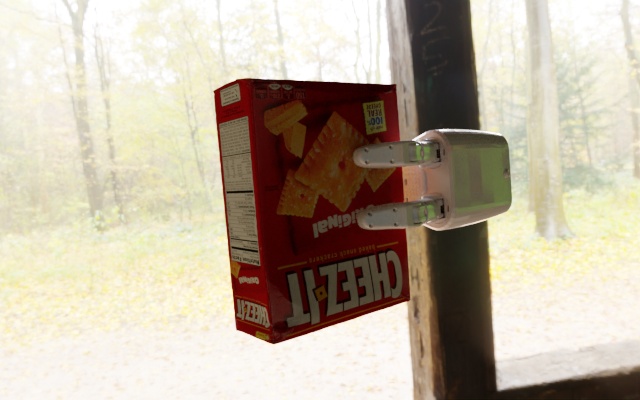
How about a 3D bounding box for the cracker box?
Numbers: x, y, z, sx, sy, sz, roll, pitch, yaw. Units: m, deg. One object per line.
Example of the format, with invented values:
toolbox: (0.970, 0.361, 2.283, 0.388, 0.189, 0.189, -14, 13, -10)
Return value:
cracker box: (0.000, 0.001, 0.436, 0.164, 0.214, 0.072, -7, 4, -36)
